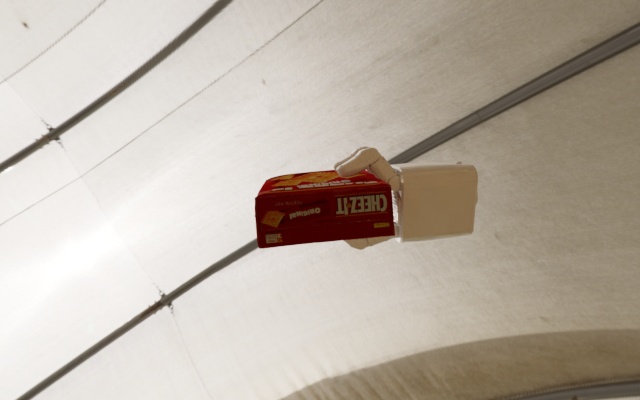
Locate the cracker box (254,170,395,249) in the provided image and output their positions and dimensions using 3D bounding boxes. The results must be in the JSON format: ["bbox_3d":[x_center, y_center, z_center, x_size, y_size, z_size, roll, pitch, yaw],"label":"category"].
[{"bbox_3d":[0.000,0.002,0.659,0.164,0.072,0.213,-6,8,-2],"label":"cracker box"}]
